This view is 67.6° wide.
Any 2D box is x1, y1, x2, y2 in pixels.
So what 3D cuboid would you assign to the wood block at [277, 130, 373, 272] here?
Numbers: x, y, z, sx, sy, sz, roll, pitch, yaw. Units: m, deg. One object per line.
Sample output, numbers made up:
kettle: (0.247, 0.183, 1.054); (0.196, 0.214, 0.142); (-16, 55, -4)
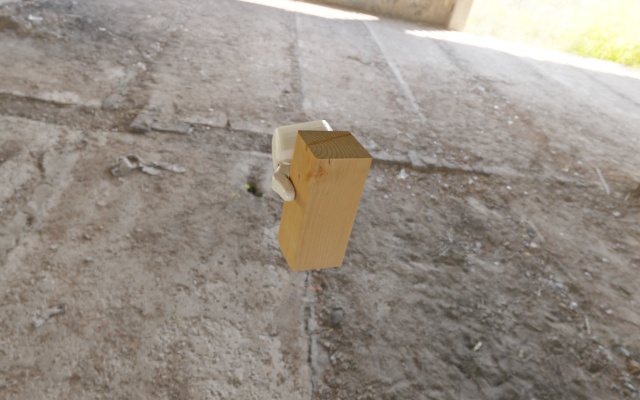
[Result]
wood block: (0.000, 0.002, 0.751); (0.091, 0.206, 0.090); (-3, 35, -24)
